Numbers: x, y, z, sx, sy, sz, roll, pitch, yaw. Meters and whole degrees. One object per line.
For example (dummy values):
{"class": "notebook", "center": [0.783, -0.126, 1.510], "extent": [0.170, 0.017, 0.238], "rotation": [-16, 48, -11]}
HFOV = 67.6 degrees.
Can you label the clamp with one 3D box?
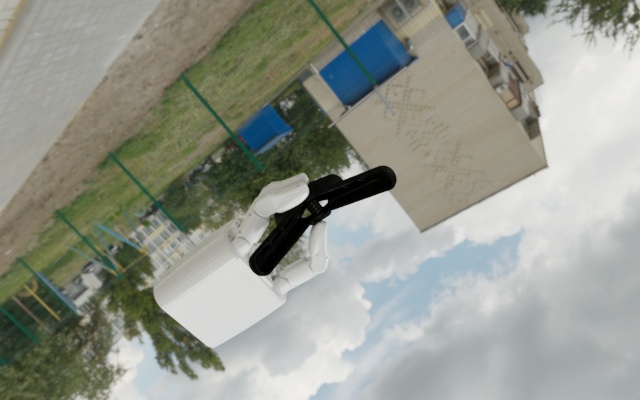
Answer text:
{"class": "clamp", "center": [0.000, 0.002, 0.539], "extent": [0.164, 0.036, 0.210], "rotation": [-32, 11, 5]}
